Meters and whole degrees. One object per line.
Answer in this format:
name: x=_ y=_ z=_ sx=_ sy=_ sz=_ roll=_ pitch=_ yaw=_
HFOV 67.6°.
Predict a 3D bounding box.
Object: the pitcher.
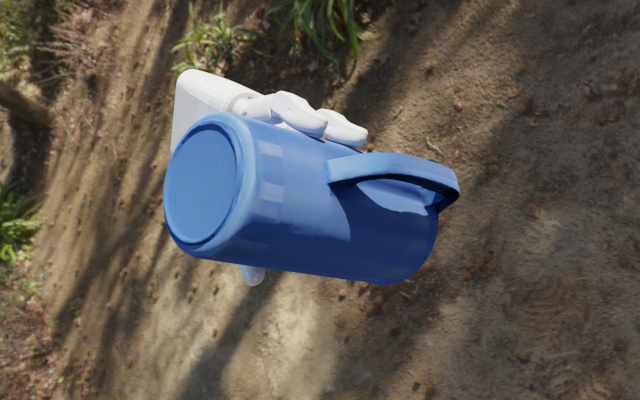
pitcher: x=0.000 y=0.001 z=0.421 sx=0.243 sy=0.149 sz=0.145 roll=13 pitch=16 yaw=-48
